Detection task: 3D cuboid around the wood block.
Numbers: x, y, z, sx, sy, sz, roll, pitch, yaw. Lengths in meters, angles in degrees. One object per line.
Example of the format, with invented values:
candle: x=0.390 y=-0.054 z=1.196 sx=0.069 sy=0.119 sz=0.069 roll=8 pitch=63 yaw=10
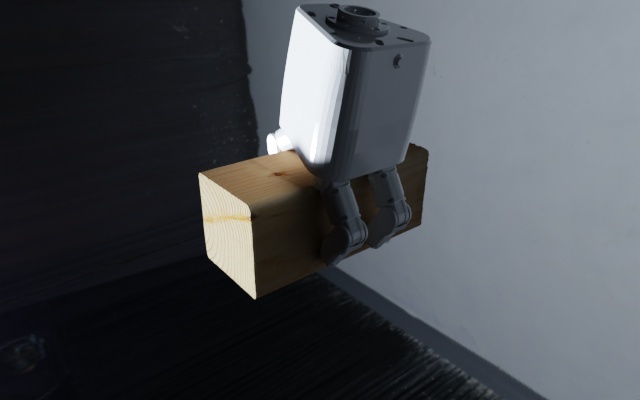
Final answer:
wood block: x=0.000 y=0.001 z=0.464 sx=0.206 sy=0.090 sz=0.090 roll=-19 pitch=31 yaw=-34
